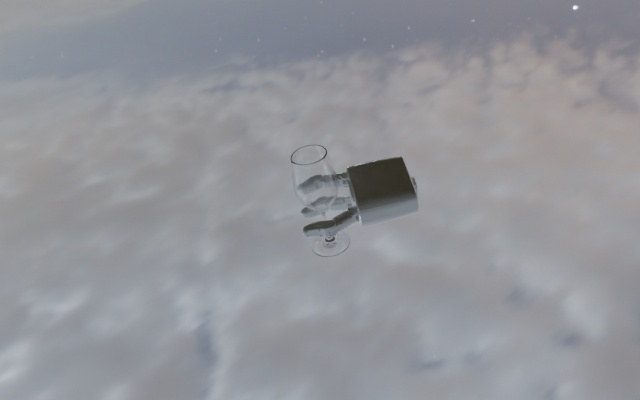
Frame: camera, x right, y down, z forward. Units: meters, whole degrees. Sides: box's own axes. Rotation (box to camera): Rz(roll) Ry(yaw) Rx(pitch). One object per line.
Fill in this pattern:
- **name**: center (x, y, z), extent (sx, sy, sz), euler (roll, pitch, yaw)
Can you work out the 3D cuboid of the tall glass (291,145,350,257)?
- **tall glass**: center (0.000, 0.003, 0.841), extent (0.079, 0.201, 0.079), euler (-9, 36, 7)
